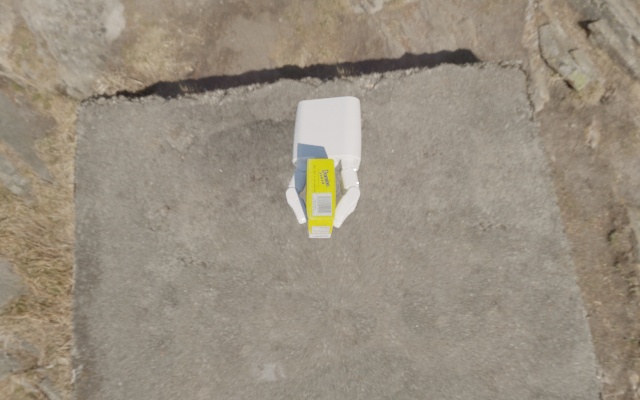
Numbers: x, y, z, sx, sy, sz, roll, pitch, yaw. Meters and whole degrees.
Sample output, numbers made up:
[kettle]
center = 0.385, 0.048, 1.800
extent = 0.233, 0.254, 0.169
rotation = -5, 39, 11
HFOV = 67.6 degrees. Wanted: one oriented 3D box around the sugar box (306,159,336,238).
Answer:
[sugar box]
center = 0.001, 0.002, 0.774
extent = 0.048, 0.093, 0.176
rotation = 0, -13, 2
